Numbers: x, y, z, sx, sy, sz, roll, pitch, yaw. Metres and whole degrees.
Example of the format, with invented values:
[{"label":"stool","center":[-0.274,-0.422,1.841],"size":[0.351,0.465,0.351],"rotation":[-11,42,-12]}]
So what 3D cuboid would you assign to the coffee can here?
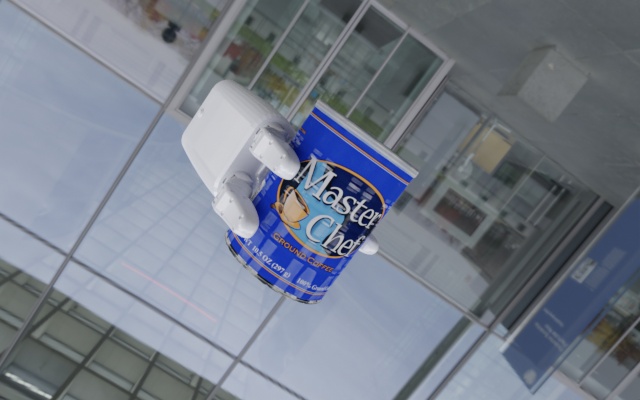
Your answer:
[{"label":"coffee can","center":[0.000,0.001,0.407],"size":[0.103,0.140,0.103],"rotation":[35,9,-7]}]
